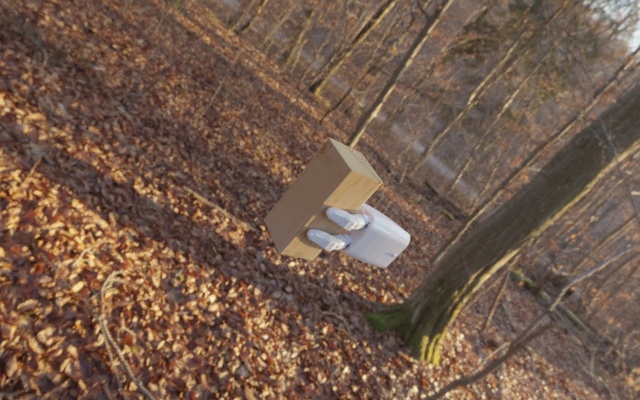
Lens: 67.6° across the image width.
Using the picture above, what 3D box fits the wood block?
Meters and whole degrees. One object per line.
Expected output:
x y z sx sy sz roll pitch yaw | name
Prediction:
0.000 0.003 0.865 0.090 0.206 0.090 18 31 -42 | wood block
